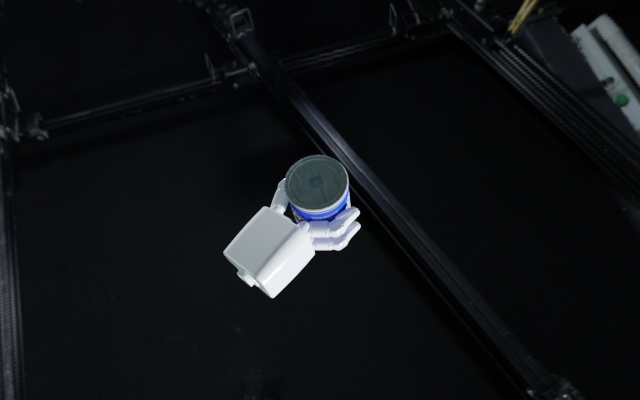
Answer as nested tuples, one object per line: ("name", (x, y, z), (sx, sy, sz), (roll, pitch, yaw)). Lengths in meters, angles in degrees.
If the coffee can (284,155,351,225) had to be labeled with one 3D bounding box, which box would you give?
("coffee can", (0.000, 0.002, 0.817), (0.103, 0.102, 0.140), (0, -28, 7))
